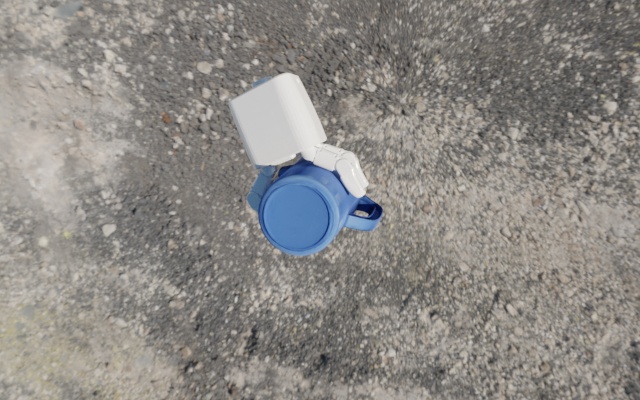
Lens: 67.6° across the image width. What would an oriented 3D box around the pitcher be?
[{"bbox_3d":[0.000,0.002,0.719,0.149,0.145,0.242,-21,7,13],"label":"pitcher"}]
